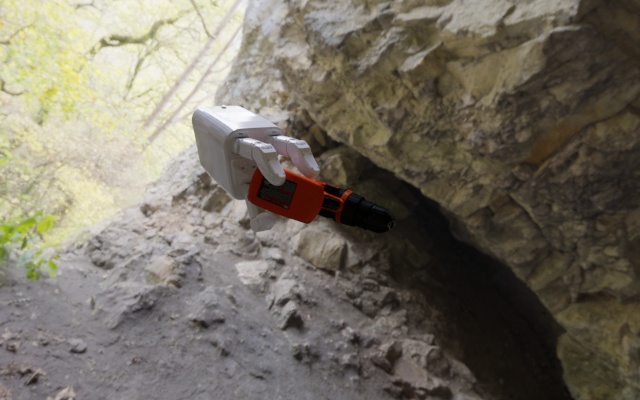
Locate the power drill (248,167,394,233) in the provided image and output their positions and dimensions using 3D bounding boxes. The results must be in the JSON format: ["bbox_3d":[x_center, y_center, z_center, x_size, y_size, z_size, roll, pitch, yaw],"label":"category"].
[{"bbox_3d":[0.000,0.002,0.672,0.184,0.057,0.187,19,2,22],"label":"power drill"}]
